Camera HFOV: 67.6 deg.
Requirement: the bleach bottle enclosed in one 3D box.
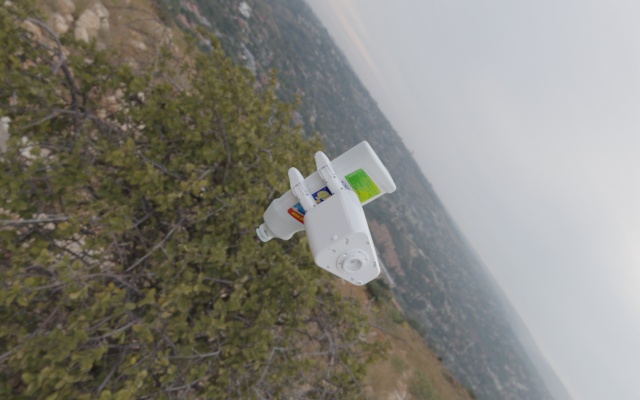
[{"bbox_3d":[0.000,0.003,0.843,0.251,0.103,0.068,-33,32,12],"label":"bleach bottle"}]
